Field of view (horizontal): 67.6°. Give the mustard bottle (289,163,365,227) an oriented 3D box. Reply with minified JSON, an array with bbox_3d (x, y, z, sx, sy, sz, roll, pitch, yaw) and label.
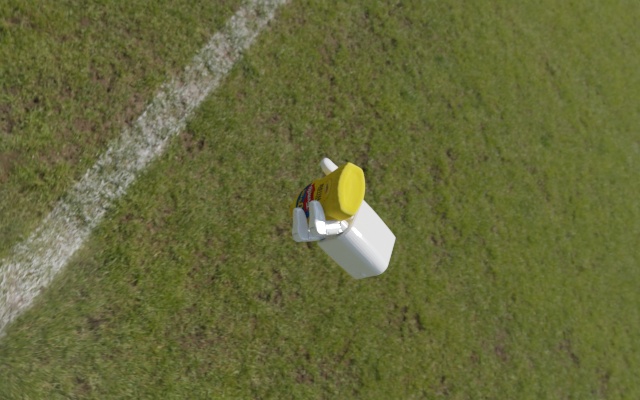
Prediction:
[{"bbox_3d":[0.000,0.003,0.878,0.058,0.096,0.192,24,-27,-28],"label":"mustard bottle"}]
